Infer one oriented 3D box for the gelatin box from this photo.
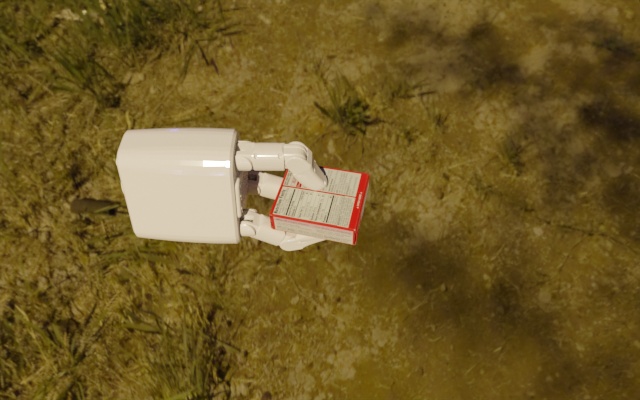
[{"bbox_3d":[0.000,0.001,0.488,0.089,0.073,0.030,9,-36,10],"label":"gelatin box"}]
